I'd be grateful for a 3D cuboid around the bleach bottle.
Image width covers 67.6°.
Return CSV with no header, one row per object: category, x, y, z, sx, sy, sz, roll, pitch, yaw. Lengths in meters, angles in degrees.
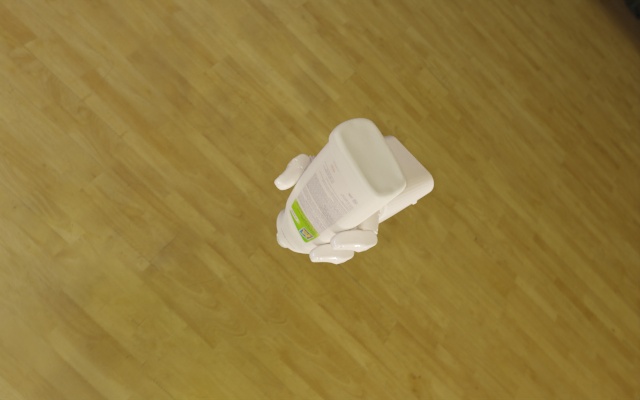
bleach bottle,0.000,0.002,0.614,0.068,0.102,0.251,-24,-9,-35
